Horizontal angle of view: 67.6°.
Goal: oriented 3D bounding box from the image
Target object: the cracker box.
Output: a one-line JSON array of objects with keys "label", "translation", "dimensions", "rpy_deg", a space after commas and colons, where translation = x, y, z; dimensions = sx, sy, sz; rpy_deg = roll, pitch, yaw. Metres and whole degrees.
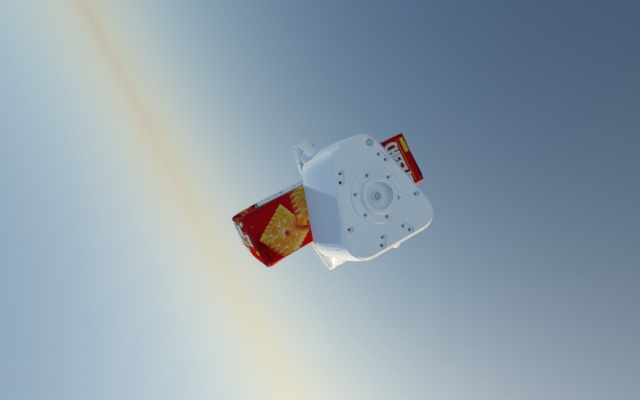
[{"label": "cracker box", "translation": [0.000, 0.002, 0.611], "dimensions": [0.213, 0.072, 0.164], "rpy_deg": [-28, 4, -14]}]
